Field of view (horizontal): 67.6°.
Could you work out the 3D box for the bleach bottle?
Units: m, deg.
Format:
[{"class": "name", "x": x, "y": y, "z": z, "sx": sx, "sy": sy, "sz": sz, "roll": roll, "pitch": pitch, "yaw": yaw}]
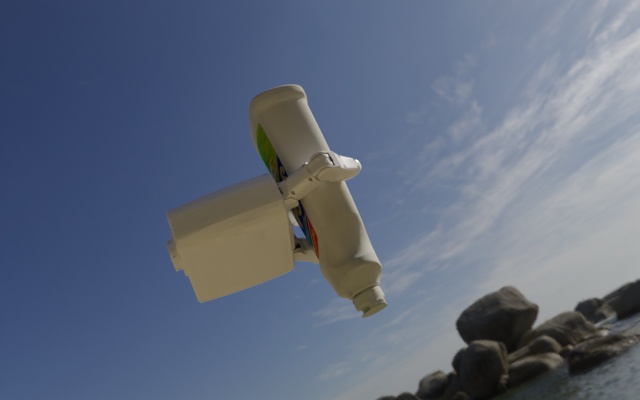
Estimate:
[{"class": "bleach bottle", "x": 0.000, "y": 0.002, "z": 0.505, "sx": 0.068, "sy": 0.250, "sz": 0.103, "roll": -20, "pitch": -26, "yaw": -16}]
